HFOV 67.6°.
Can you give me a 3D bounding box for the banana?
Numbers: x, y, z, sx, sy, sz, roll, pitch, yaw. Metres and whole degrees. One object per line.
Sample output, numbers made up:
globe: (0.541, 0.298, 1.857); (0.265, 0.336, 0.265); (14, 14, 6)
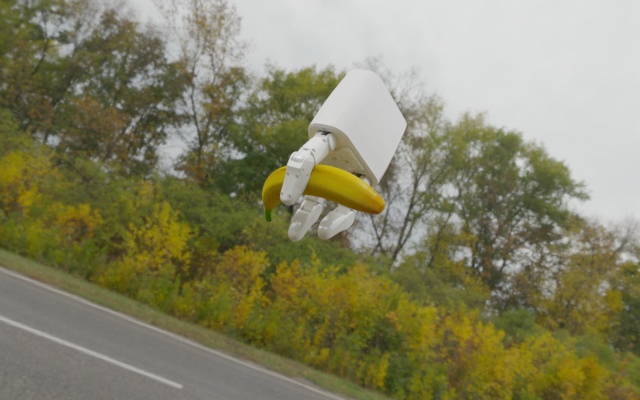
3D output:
banana: (-0.011, -0.013, 0.566); (0.198, 0.070, 0.037); (-5, 33, 46)
